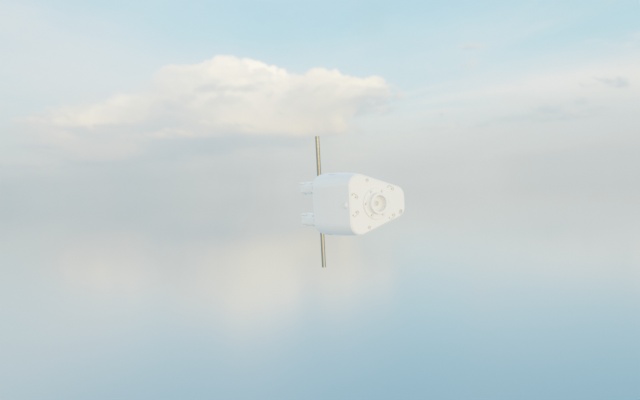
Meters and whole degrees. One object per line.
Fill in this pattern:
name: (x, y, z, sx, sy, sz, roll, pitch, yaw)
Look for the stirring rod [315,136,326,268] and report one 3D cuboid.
stirring rod: (0.000, 0.003, 0.875, 0.011, 0.239, 0.011, -3, 2, 0)
